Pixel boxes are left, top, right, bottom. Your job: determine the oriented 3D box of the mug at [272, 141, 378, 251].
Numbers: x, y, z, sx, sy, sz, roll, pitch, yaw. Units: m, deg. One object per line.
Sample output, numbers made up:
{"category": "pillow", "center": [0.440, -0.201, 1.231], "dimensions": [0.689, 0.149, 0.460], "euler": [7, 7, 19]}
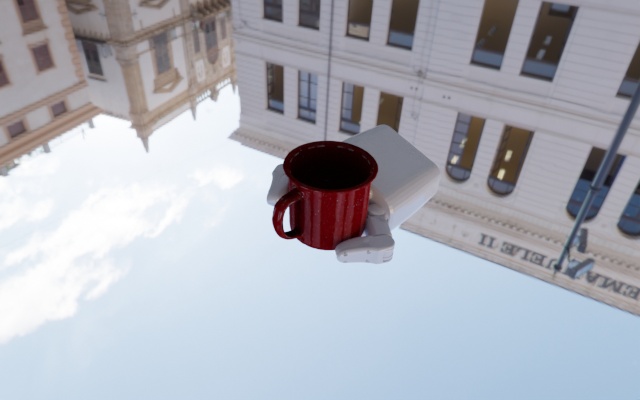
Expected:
{"category": "mug", "center": [-0.001, 0.002, 0.482], "dimensions": [0.093, 0.082, 0.117], "euler": [32, 46, 33]}
